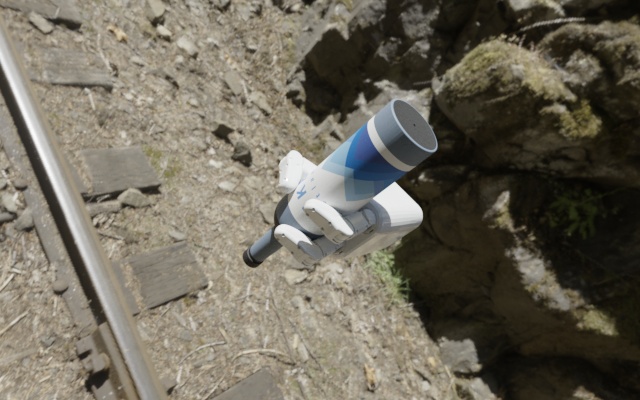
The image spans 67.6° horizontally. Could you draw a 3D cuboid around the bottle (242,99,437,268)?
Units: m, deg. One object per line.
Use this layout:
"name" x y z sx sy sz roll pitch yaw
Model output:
"bottle" 0.000 0.002 0.555 0.069 0.069 0.296 0 -31 -48
